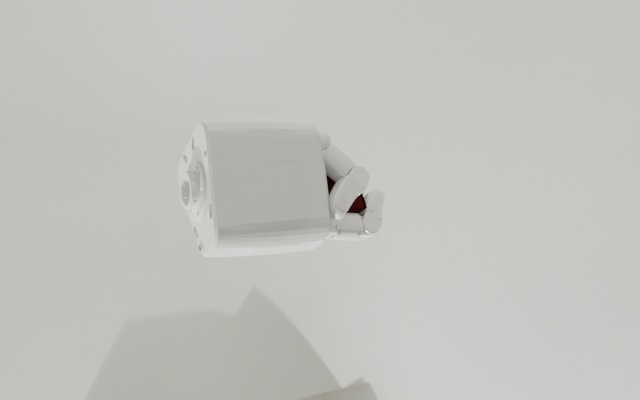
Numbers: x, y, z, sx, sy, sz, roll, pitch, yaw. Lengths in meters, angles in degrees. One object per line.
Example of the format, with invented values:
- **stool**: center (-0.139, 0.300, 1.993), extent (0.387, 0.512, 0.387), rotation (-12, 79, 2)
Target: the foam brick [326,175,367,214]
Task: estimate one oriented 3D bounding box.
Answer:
- **foam brick**: center (0.000, 0.002, 0.487), extent (0.051, 0.053, 0.078), rotation (-3, -24, -32)
